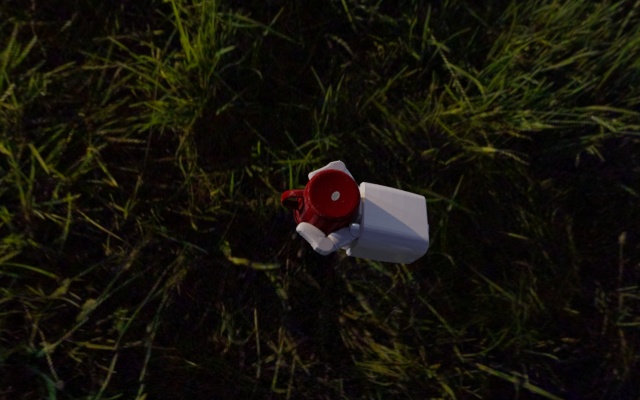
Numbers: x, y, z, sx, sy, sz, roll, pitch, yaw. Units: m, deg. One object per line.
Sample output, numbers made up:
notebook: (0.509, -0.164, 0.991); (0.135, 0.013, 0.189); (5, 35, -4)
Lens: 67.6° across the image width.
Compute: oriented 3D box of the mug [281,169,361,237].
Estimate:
mug: (-0.001, 0.002, 0.709); (0.117, 0.093, 0.081); (10, -22, -8)
